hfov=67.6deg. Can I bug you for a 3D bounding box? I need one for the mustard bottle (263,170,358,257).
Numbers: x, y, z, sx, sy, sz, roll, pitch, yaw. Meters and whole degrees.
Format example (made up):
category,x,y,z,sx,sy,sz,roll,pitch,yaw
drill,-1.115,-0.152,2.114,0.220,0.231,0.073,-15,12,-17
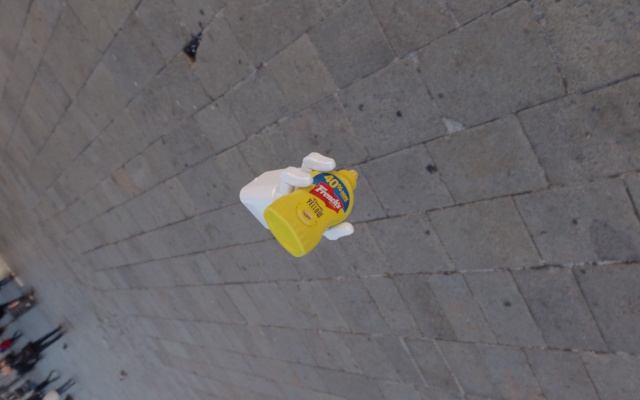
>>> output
category,x,y,z,sx,sy,sz,roll,pitch,yaw
mustard bottle,0.000,0.003,0.795,0.191,0.096,0.058,-40,3,-36
